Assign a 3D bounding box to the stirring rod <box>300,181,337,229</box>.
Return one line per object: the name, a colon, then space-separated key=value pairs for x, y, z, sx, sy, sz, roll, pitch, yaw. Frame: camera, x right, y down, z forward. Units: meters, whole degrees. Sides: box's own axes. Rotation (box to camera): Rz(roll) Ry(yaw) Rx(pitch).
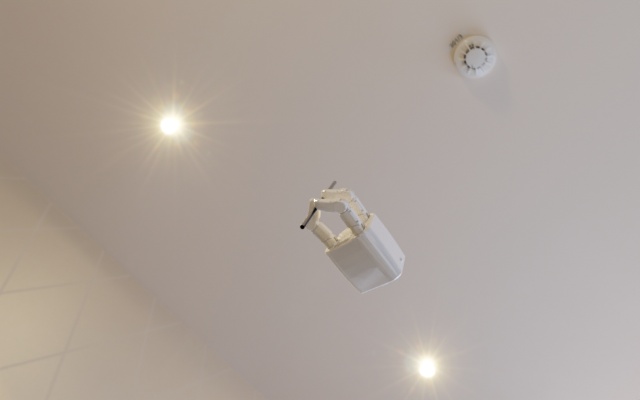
stirring rod: x=0.000 y=0.003 z=0.877 sx=0.011 sy=0.011 sz=0.239 roll=0 pitch=19 yaw=15
